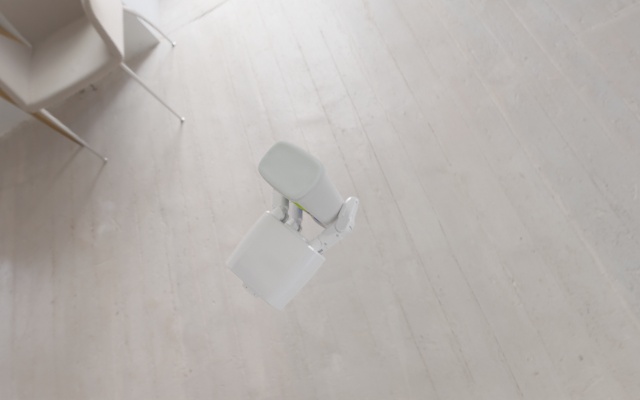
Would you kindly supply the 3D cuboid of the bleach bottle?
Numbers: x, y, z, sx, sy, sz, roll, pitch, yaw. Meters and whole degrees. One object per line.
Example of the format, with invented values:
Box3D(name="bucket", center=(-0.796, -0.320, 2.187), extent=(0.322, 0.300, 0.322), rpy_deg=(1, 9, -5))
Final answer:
Box3D(name="bleach bottle", center=(0.000, 0.002, 0.751), extent=(0.102, 0.068, 0.251), rpy_deg=(37, -5, 31))
